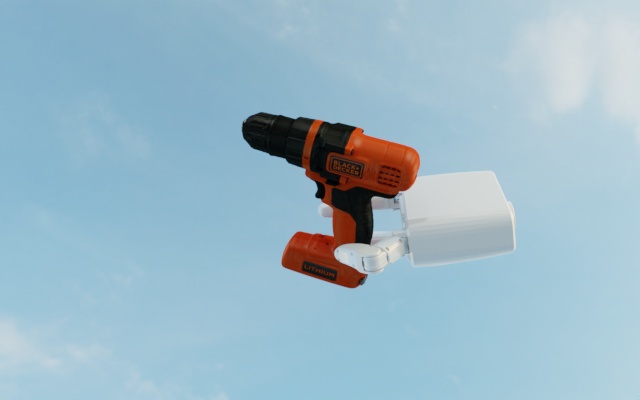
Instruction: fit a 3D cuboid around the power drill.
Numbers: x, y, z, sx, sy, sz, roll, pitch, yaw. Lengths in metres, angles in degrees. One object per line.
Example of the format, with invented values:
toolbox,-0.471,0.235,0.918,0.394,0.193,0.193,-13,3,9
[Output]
power drill,0.000,0.002,0.519,0.184,0.188,0.057,17,40,12
